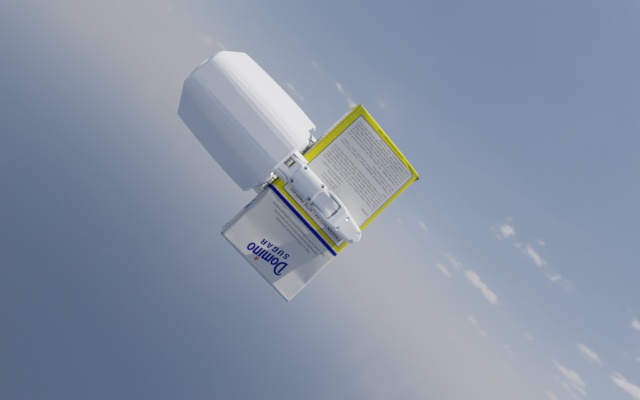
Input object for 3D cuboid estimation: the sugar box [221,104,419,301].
[{"bbox_3d":[0.000,0.001,0.461,0.176,0.093,0.048,-42,10,-2],"label":"sugar box"}]
